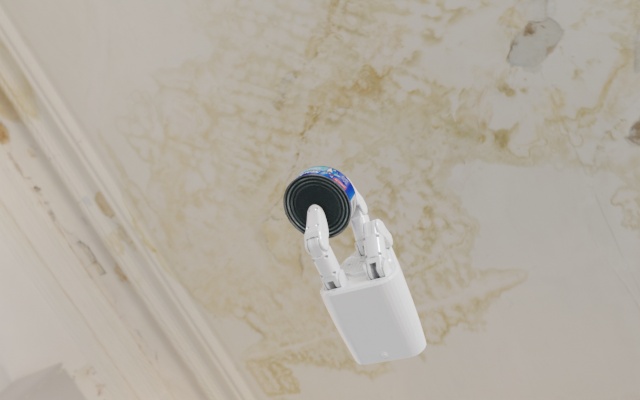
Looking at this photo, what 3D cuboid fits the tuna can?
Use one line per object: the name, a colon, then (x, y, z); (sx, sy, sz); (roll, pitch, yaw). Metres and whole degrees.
tuna can: (0.000, 0.002, 0.583); (0.086, 0.086, 0.033); (0, 25, 20)
